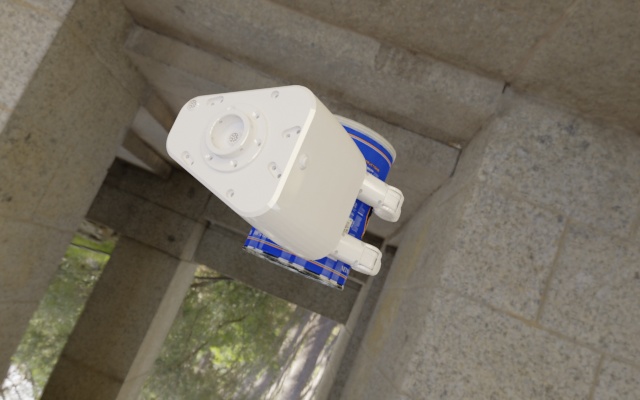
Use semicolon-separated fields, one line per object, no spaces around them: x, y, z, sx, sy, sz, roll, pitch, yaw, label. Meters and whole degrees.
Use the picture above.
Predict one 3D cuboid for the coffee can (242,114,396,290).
0.000;0.001;0.459;0.103;0.140;0.103;22;-11;4;coffee can
